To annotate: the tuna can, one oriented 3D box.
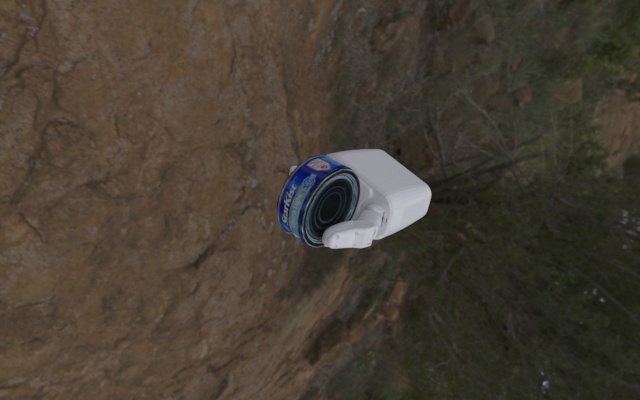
[{"bbox_3d":[0.000,0.002,0.462,0.033,0.086,0.086,30,17,34],"label":"tuna can"}]
